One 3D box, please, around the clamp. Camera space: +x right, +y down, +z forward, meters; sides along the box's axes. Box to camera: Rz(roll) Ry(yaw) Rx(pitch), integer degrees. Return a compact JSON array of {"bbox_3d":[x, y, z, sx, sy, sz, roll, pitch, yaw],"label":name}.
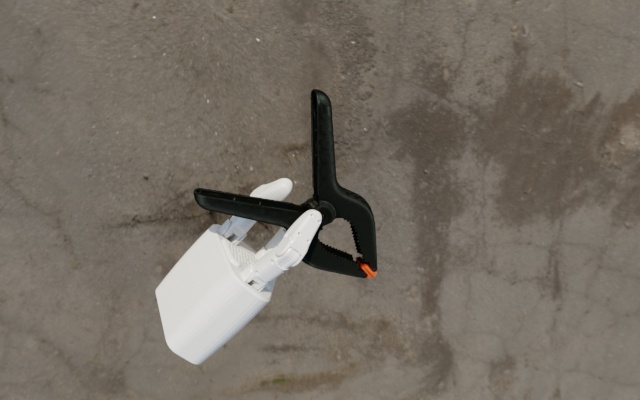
[{"bbox_3d":[0.000,0.002,0.500,0.210,0.164,0.036,42,7,-23],"label":"clamp"}]
